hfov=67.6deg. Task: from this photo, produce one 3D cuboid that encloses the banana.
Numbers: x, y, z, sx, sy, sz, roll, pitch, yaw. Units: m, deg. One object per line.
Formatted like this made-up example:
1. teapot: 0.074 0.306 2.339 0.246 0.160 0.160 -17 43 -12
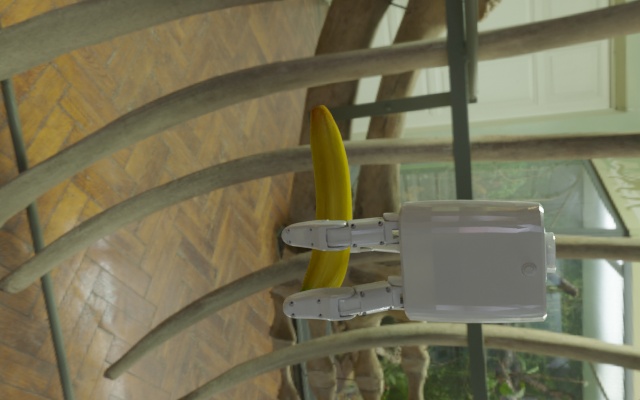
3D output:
1. banana: 0.007 0.010 0.456 0.037 0.197 0.070 -2 -17 23
